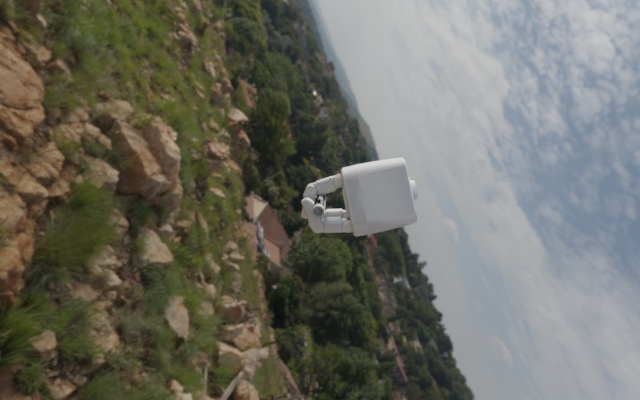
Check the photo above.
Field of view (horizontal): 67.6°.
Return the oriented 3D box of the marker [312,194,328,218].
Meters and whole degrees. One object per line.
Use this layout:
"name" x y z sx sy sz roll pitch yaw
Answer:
"marker" 0.000 0.003 0.777 0.020 0.020 0.121 0 14 3
